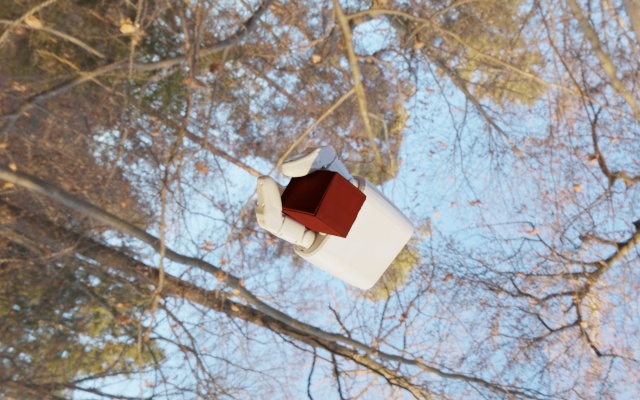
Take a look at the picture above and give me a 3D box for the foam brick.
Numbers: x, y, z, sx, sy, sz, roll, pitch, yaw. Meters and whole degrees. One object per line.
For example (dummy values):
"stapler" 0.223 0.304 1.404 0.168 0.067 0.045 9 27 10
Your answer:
"foam brick" 0.000 0.002 0.512 0.051 0.053 0.078 37 -15 -32
